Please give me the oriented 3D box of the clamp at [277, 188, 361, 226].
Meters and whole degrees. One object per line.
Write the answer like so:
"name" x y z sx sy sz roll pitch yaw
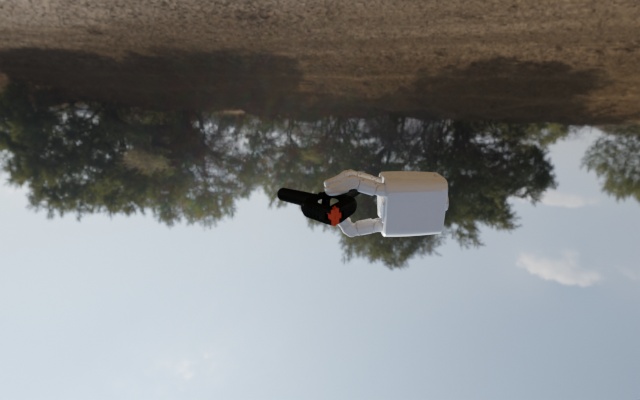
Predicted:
"clamp" 0.000 0.004 0.841 0.164 0.036 0.210 -4 14 0
